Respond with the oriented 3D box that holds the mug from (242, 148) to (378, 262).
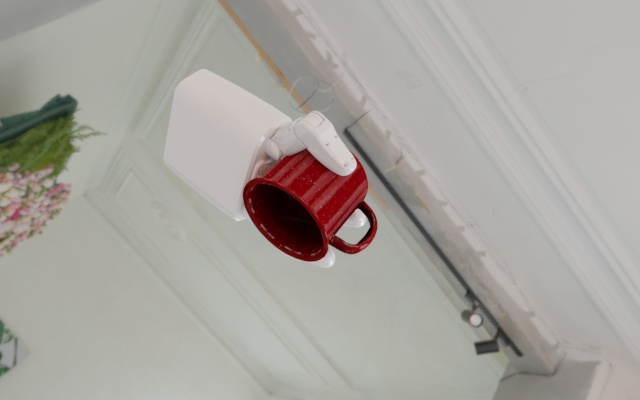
[{"bbox_3d":[0.001,0.002,0.434,0.117,0.081,0.093,34,-35,13],"label":"mug"}]
